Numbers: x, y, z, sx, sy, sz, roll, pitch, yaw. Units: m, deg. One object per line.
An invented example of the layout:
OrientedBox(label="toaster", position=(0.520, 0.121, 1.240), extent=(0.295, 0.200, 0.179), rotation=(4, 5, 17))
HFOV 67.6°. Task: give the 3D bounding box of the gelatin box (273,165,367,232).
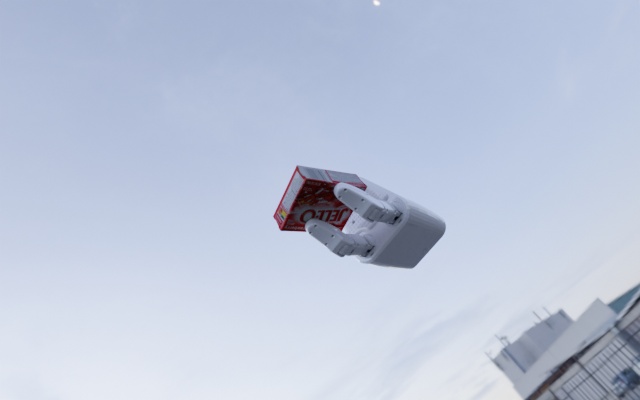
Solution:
OrientedBox(label="gelatin box", position=(0.000, 0.001, 0.549), extent=(0.089, 0.073, 0.030), rotation=(6, 34, -36))
